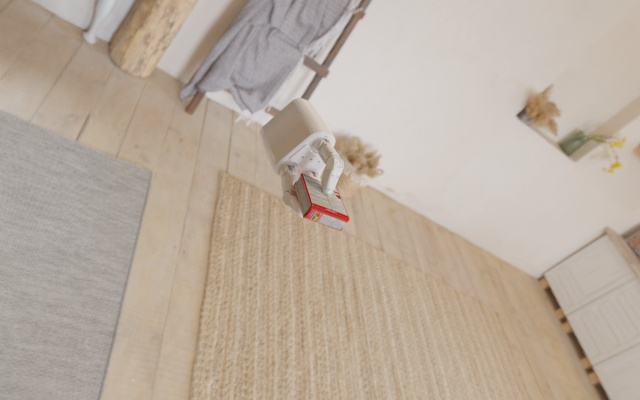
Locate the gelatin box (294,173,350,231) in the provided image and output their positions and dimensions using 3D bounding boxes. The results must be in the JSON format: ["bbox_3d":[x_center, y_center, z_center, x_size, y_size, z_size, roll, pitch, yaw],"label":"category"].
[{"bbox_3d":[0.000,0.002,0.766,0.073,0.030,0.089,21,29,-29],"label":"gelatin box"}]
